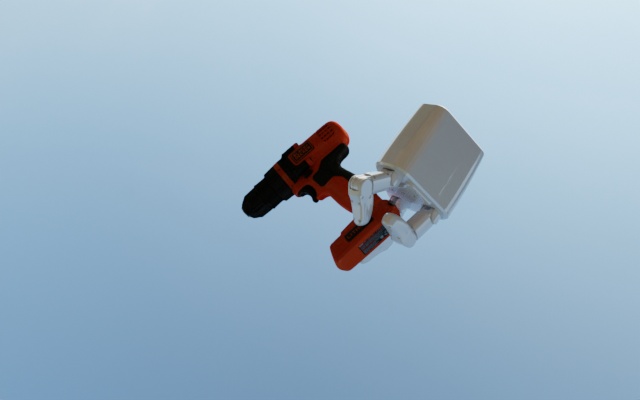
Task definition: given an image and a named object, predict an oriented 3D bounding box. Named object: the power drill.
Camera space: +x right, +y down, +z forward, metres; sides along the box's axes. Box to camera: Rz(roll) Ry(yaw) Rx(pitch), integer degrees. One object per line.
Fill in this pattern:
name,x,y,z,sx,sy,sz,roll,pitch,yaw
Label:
power drill,0.001,0.002,0.641,0.187,0.184,0.057,49,3,29
